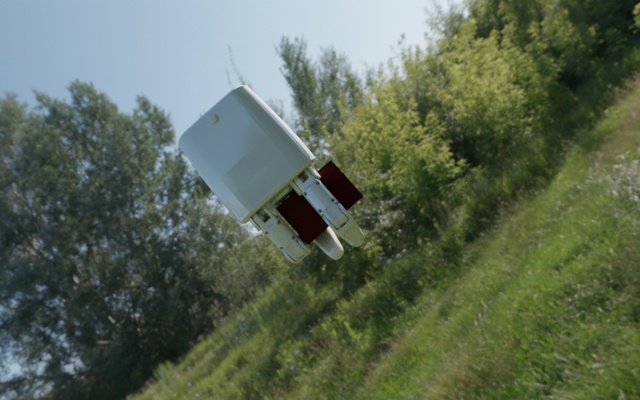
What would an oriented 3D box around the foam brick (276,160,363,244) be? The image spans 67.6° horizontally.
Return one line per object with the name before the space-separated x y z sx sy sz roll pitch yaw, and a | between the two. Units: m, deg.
foam brick | 0.000 0.002 0.505 0.078 0.051 0.053 -41 -2 2
